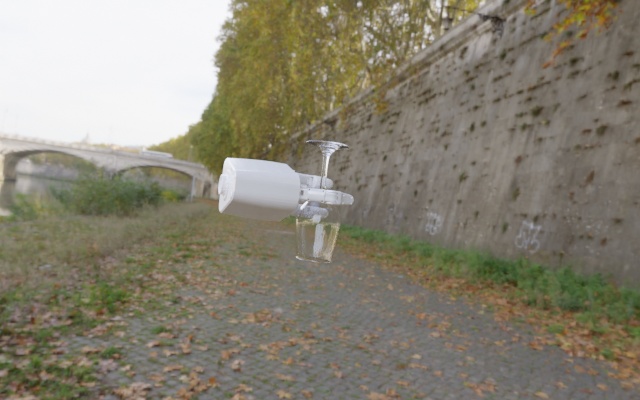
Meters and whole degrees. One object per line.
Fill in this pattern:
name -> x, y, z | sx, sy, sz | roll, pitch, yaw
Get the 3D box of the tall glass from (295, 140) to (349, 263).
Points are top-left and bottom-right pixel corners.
tall glass -> 0.000, 0.002, 0.817 | 0.079, 0.201, 0.079 | 7, -1, 0
